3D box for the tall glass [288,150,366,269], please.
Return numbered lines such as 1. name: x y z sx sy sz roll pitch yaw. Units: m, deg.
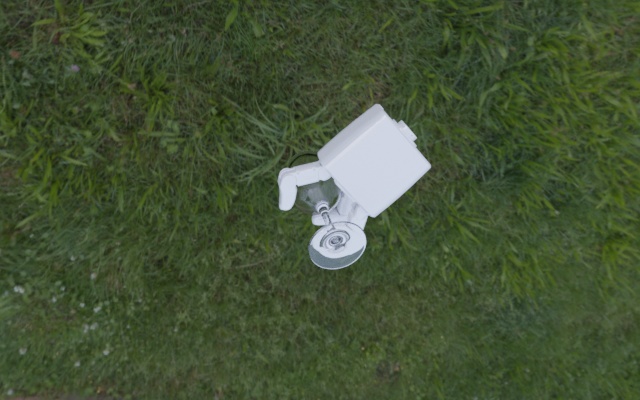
1. tall glass: 0.000 0.003 0.668 0.079 0.079 0.201 0 33 -15
